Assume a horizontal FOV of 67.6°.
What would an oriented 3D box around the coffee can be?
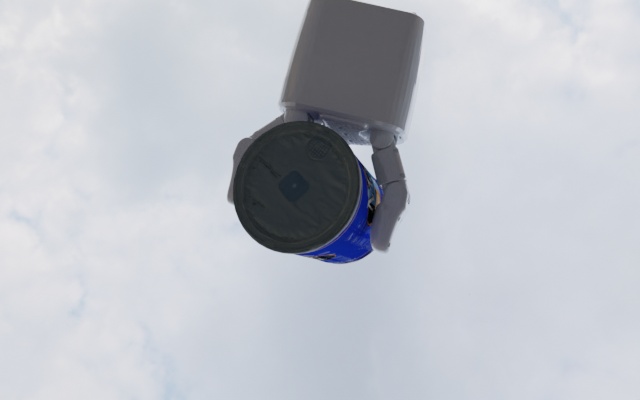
[{"bbox_3d":[0.000,0.002,0.424,0.103,0.103,0.140,0,-11,17],"label":"coffee can"}]
